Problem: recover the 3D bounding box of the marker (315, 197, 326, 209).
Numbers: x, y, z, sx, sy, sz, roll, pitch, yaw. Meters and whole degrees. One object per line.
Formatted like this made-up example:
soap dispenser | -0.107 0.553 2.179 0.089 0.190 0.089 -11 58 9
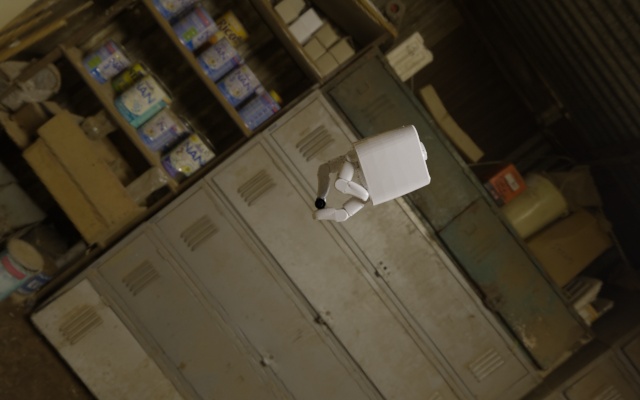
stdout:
marker | 0.000 0.003 0.855 0.020 0.020 0.121 0 3 0
